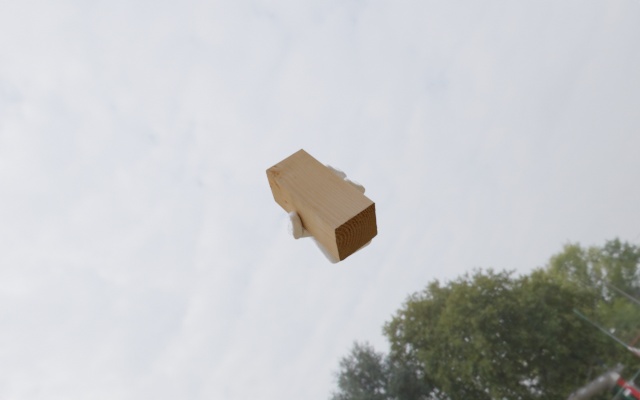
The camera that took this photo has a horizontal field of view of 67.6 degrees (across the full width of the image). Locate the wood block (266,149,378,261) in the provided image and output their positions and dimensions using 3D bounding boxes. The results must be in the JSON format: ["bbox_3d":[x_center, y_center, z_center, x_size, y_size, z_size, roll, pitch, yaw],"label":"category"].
[{"bbox_3d":[0.000,0.003,0.872,0.091,0.090,0.206,-34,49,-21],"label":"wood block"}]
